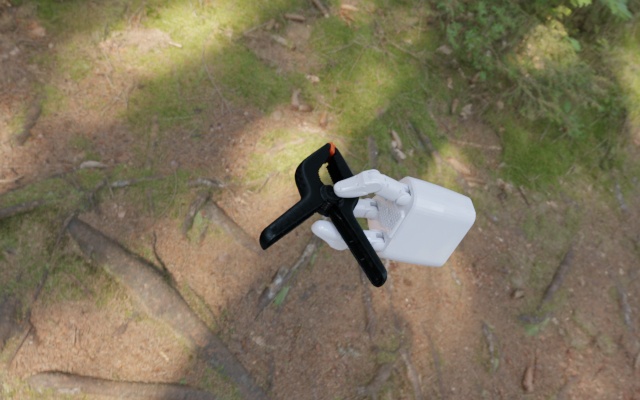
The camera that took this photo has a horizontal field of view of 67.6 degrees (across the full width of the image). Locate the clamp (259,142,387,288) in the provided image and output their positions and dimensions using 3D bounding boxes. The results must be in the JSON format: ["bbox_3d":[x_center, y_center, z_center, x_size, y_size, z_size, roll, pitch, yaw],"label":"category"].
[{"bbox_3d":[0.001,0.001,0.605,0.164,0.209,0.036,17,-43,-26],"label":"clamp"}]
